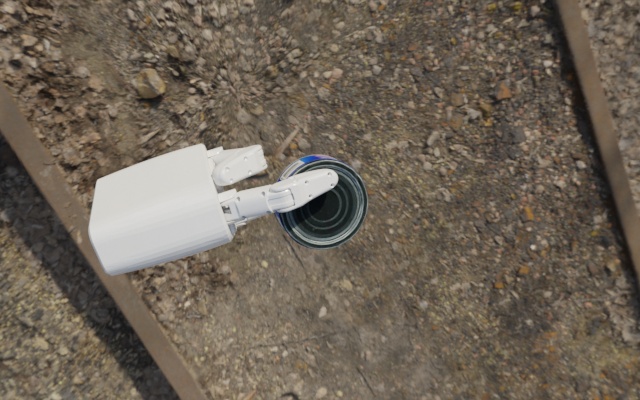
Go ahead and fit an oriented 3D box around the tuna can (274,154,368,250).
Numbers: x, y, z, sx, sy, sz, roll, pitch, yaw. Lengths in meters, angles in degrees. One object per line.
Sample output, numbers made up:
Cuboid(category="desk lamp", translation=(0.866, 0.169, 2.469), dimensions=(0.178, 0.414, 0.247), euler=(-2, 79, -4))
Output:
Cuboid(category="tuna can", translation=(0.000, 0.002, 0.443), dimensions=(0.086, 0.086, 0.033), euler=(0, 11, -16))
